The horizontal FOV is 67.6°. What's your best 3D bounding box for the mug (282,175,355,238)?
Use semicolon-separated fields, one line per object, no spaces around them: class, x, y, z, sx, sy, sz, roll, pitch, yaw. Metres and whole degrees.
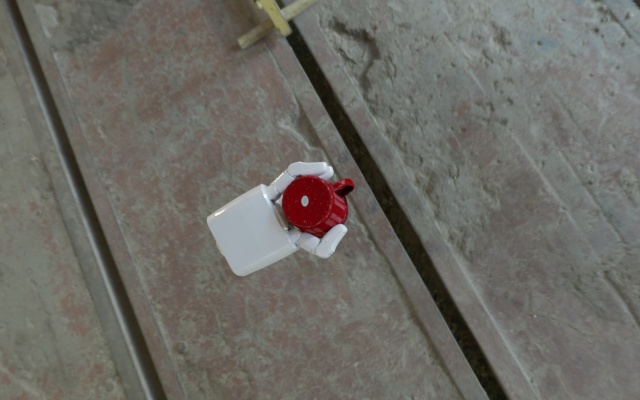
mug;0.001;0.002;0.731;0.117;0.093;0.081;-30;-16;8
